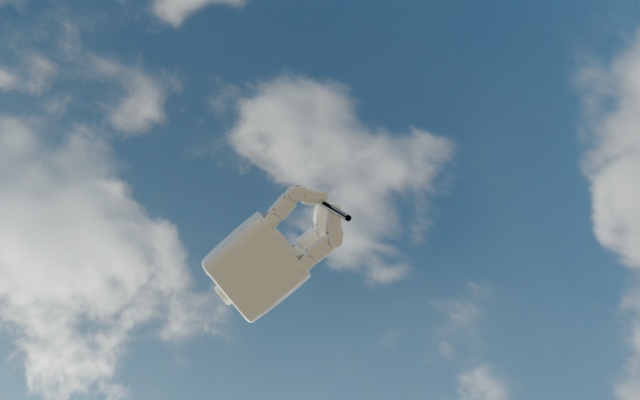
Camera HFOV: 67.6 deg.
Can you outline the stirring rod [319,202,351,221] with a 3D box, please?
[{"bbox_3d":[0.000,0.002,0.695,0.011,0.011,0.239,0,9,-17],"label":"stirring rod"}]
